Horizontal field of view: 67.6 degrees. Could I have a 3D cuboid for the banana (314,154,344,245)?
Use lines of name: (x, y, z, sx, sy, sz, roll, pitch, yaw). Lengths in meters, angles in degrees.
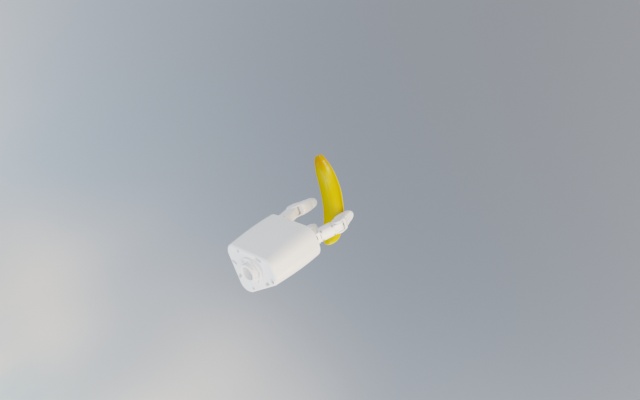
banana: (0.014, 0.013, 0.872, 0.069, 0.198, 0.037, 28, 44, 33)
